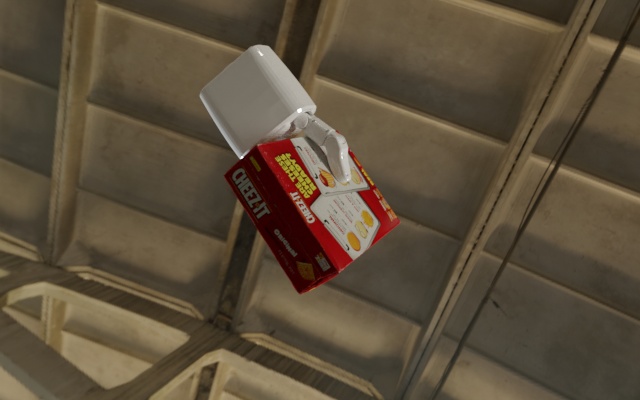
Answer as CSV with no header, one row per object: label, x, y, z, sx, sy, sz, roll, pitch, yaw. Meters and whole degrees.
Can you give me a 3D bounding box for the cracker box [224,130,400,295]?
cracker box,0.000,0.002,0.607,0.072,0.164,0.213,-36,-6,29
